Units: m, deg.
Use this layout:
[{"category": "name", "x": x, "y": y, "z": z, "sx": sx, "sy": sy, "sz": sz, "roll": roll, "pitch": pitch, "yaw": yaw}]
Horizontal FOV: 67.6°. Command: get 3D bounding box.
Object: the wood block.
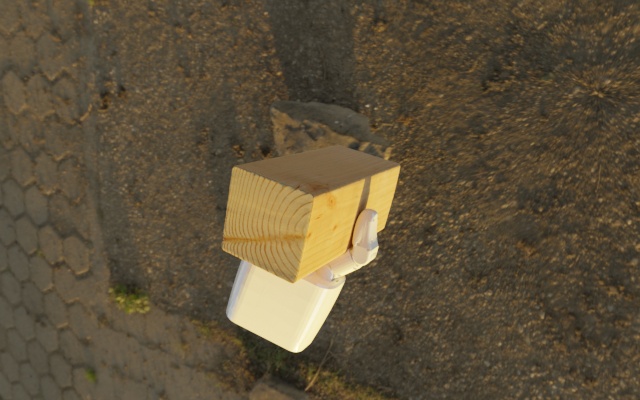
[{"category": "wood block", "x": 0.000, "y": 0.002, "z": 0.519, "sx": 0.091, "sy": 0.090, "sz": 0.206, "roll": 21, "pitch": 21, "yaw": 25}]
